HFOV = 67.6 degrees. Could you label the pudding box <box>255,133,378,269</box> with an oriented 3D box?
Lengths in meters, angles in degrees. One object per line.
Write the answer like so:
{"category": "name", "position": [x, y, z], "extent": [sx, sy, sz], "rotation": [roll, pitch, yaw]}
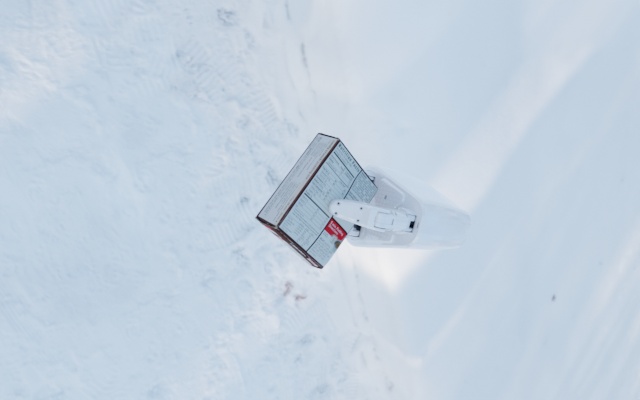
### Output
{"category": "pudding box", "position": [0.000, 0.002, 0.493], "extent": [0.039, 0.113, 0.090], "rotation": [19, -21, 46]}
